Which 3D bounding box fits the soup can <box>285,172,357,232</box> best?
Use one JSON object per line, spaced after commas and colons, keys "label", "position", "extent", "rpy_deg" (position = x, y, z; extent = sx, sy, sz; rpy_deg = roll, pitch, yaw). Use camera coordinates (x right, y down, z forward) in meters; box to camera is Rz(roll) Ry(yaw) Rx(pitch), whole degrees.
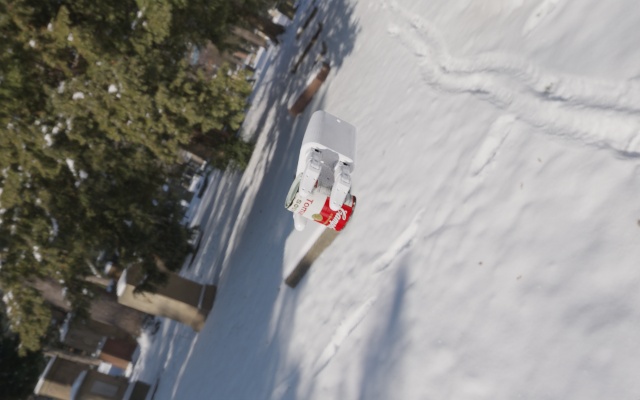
{"label": "soup can", "position": [0.000, 0.003, 0.799], "extent": [0.102, 0.068, 0.068], "rpy_deg": [24, -6, -13]}
